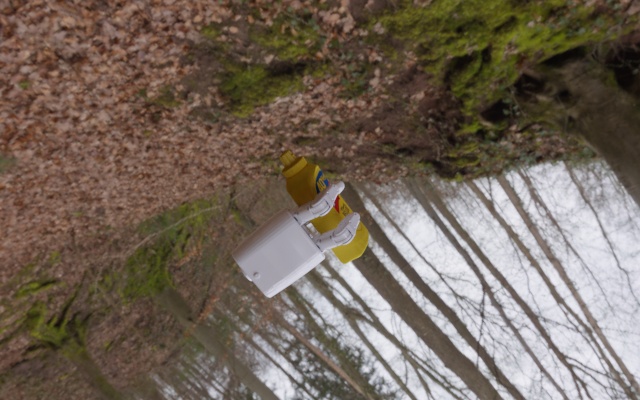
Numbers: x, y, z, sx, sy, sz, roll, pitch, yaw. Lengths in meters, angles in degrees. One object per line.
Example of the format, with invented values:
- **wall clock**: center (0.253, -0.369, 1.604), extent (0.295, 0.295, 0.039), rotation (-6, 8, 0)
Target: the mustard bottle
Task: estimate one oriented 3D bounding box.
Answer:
- **mustard bottle**: center (0.001, 0.002, 0.745), extent (0.058, 0.192, 0.096), rotation (-31, 16, 23)
